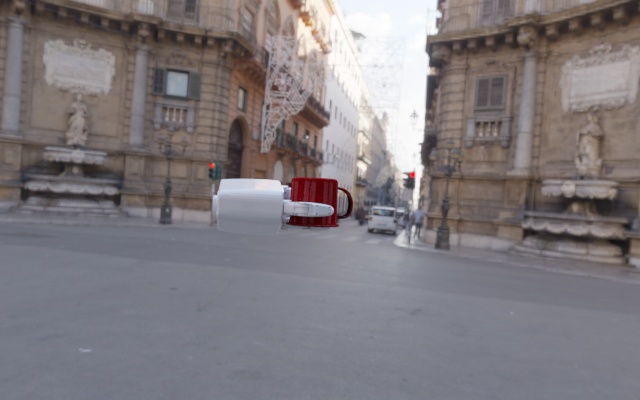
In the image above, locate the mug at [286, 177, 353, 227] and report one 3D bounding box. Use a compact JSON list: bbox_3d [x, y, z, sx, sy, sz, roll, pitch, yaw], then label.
[{"bbox_3d":[0.002,0.003,0.825,0.117,0.081,0.093,3,1,-11],"label":"mug"}]
